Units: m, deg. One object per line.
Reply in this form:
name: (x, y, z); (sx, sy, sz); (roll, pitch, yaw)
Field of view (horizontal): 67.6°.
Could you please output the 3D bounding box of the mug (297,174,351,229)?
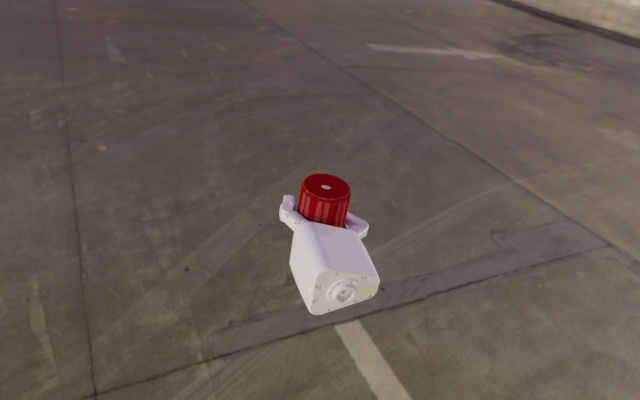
mug: (0.000, 0.002, 0.792); (0.093, 0.081, 0.117); (-3, 36, -20)
